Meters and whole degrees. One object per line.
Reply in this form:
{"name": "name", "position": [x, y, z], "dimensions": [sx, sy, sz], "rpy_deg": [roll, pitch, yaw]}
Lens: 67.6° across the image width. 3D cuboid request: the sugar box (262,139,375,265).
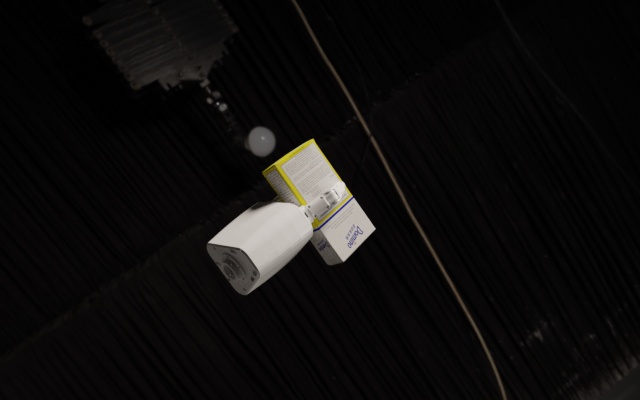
{"name": "sugar box", "position": [0.000, 0.003, 0.730], "dimensions": [0.093, 0.176, 0.048], "rpy_deg": [-40, 11, -37]}
